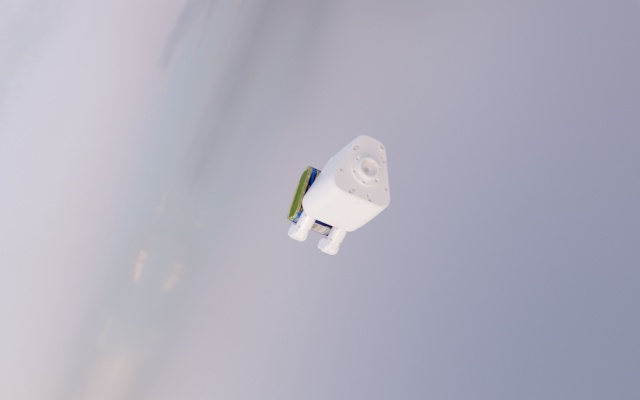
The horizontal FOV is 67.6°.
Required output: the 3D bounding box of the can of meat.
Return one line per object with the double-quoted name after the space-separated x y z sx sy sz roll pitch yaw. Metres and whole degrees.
0.000 0.002 0.797 0.084 0.102 0.057 23 -24 -15 "can of meat"
